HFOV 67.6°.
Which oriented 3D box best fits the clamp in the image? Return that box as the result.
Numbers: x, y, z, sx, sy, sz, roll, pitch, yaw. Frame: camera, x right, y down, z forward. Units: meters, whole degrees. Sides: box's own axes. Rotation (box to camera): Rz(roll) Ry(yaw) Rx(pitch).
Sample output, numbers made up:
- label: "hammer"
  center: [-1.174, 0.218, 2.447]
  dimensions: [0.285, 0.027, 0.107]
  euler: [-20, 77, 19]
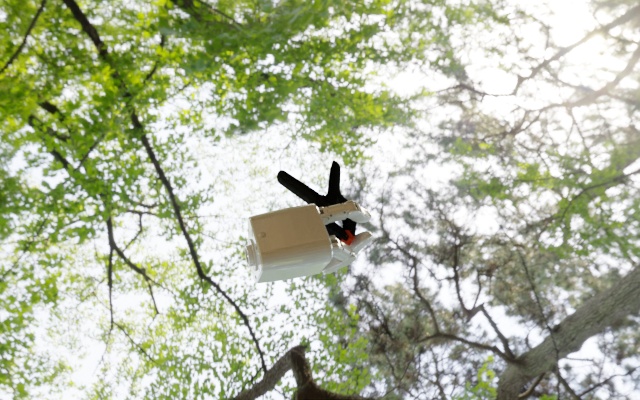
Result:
- label: "clamp"
  center: [0.000, 0.003, 0.789]
  dimensions: [0.120, 0.171, 0.039]
  euler: [-9, -37, -18]
